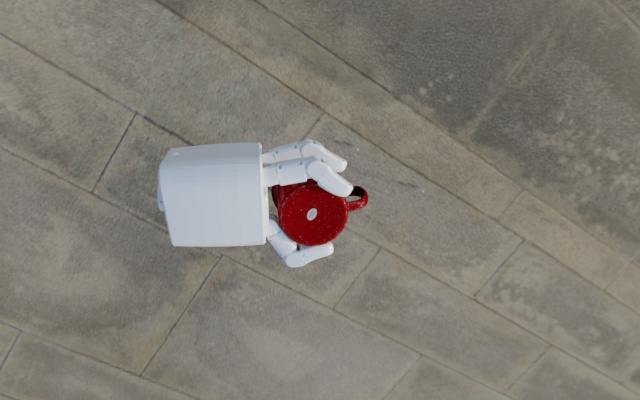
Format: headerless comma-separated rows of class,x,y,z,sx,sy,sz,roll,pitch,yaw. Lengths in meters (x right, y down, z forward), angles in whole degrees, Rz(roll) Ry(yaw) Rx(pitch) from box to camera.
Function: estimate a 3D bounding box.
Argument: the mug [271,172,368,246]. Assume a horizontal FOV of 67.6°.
mug,0.002,0.002,0.577,0.117,0.093,0.081,-3,23,-6
